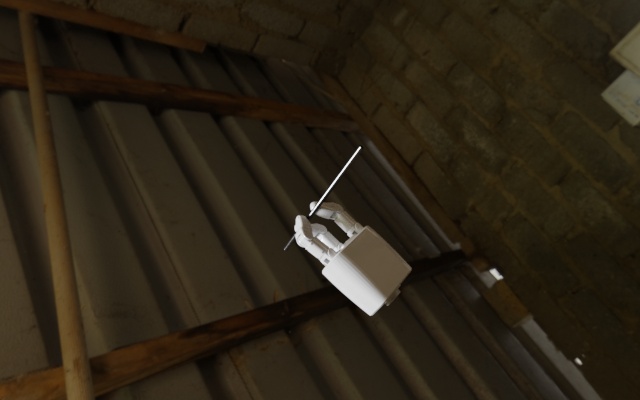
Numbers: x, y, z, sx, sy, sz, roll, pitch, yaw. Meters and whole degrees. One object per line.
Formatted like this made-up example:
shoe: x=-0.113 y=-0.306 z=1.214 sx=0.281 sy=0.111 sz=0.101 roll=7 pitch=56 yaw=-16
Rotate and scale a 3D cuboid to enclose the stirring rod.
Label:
stirring rod: x=0.000 y=0.003 z=0.777 sx=0.011 sy=0.011 sz=0.240 roll=0 pitch=-44 yaw=-44
